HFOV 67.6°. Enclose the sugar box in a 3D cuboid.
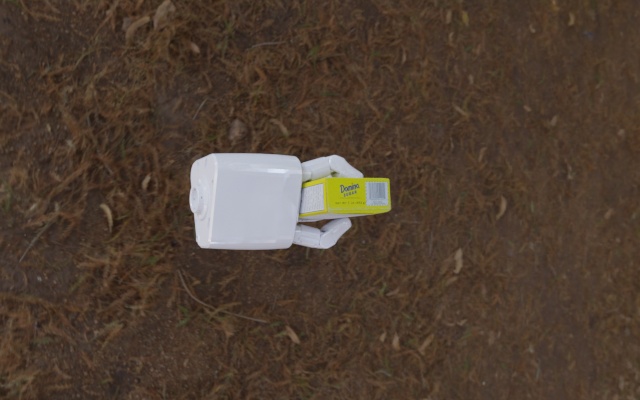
[{"bbox_3d":[0.000,0.001,0.617,0.093,0.048,0.176,0,-4,-32],"label":"sugar box"}]
